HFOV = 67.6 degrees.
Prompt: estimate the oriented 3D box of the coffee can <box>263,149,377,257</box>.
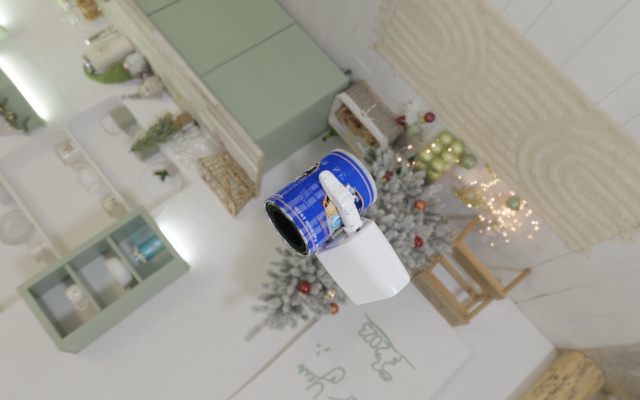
[{"bbox_3d":[0.000,0.002,0.718,0.140,0.103,0.103,-38,15,-21],"label":"coffee can"}]
